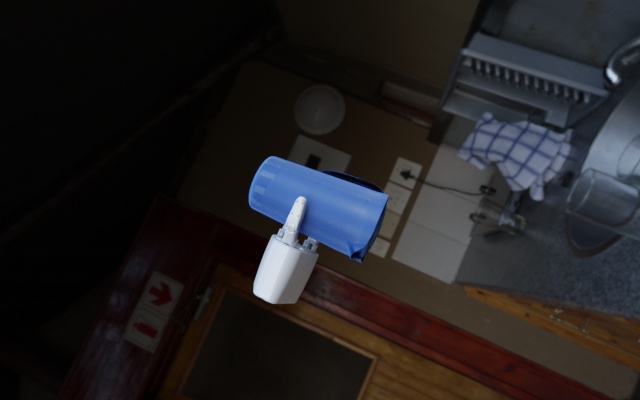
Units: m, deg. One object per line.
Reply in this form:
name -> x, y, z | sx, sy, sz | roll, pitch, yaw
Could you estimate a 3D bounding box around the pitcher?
pitcher -> 0.000, 0.003, 0.892 | 0.243, 0.145, 0.149 | 23, 1, 9
